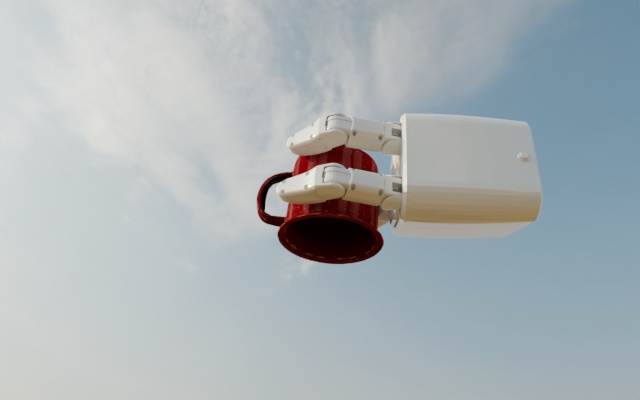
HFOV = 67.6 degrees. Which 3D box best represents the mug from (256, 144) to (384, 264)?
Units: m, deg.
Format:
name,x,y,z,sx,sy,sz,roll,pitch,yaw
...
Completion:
name,x,y,z,sx,sy,sz,roll,pitch,yaw
mug,-0.001,0.001,0.439,0.117,0.081,0.093,4,-32,3
